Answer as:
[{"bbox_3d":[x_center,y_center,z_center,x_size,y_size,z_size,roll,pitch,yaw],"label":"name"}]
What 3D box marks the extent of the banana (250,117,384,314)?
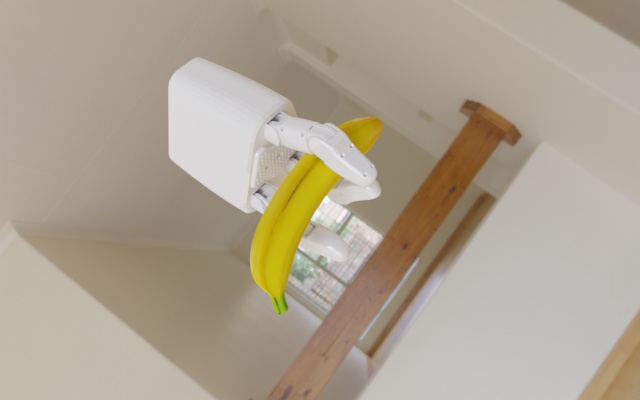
[{"bbox_3d":[-0.008,-0.002,0.407,0.037,0.198,0.070,25,-10,29],"label":"banana"}]
